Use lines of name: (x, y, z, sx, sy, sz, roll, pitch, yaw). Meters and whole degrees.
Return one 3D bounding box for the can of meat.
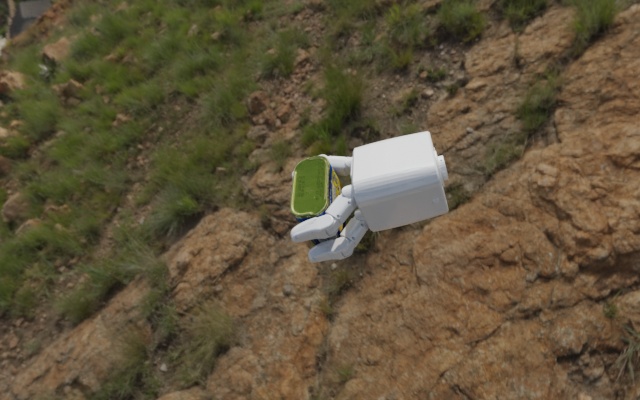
can of meat: (0.000, 0.002, 0.653, 0.057, 0.102, 0.084, -10, -37, 17)
